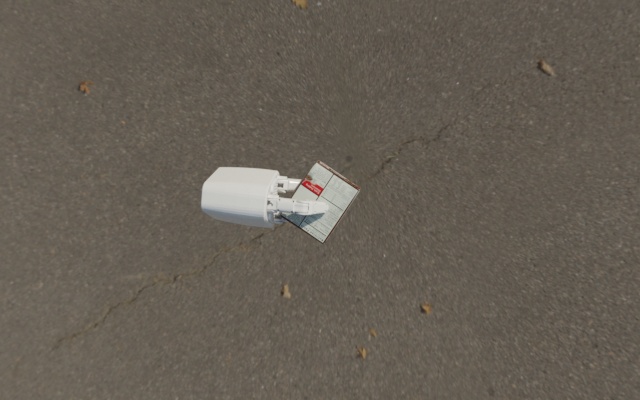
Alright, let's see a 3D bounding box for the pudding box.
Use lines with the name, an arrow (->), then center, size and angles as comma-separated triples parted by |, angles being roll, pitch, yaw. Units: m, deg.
pudding box -> 0.000, 0.003, 0.795 | 0.090, 0.113, 0.039 | 34, 7, 1
